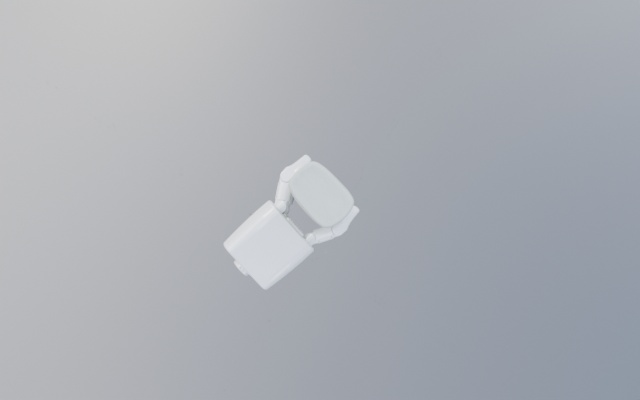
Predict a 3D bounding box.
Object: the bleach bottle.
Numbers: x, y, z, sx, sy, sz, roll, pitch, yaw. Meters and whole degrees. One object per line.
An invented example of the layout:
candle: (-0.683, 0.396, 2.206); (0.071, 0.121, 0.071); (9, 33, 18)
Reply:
bleach bottle: (0.000, 0.003, 0.820); (0.068, 0.102, 0.251); (-42, -5, -4)
